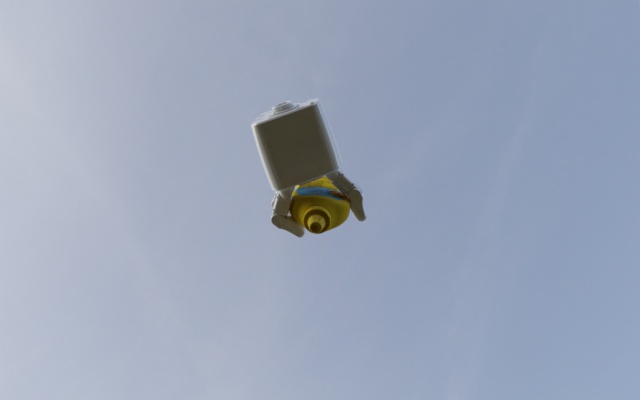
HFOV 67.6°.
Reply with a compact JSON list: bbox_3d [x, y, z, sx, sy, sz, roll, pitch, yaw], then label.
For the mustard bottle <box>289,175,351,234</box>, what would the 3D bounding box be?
[{"bbox_3d":[0.000,0.003,0.762,0.096,0.058,0.191,9,22,1],"label":"mustard bottle"}]
